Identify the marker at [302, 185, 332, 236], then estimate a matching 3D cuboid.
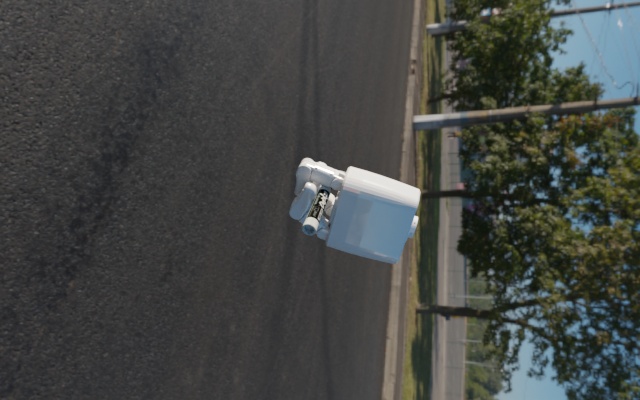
[{"bbox_3d":[0.000,0.002,0.649,0.020,0.020,0.121,0,36,17],"label":"marker"}]
